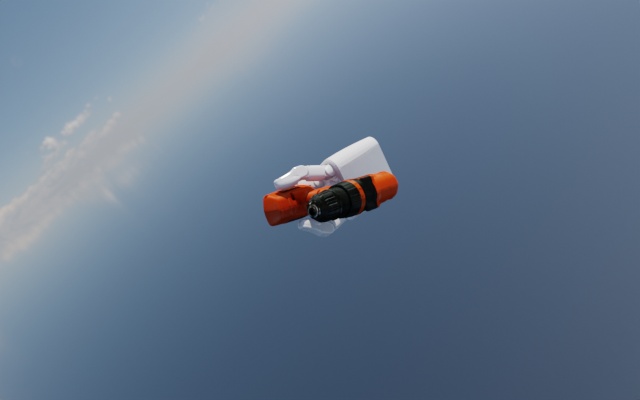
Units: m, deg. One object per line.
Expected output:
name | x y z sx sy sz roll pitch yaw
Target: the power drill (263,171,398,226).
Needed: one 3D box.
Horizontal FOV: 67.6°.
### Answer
power drill | 0.000 0.002 0.727 0.187 0.057 0.184 -7 6 43
